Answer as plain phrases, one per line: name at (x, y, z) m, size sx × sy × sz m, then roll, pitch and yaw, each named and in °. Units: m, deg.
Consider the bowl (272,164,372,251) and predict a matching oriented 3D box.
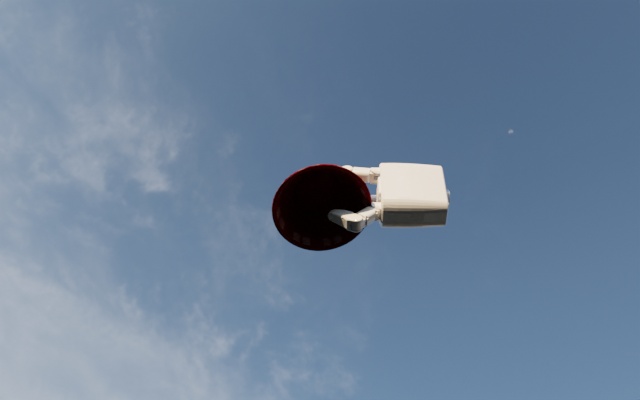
bowl at (-0.001, 0.002, 0.783) m, size 0.162 × 0.162 × 0.055 m, roll 0°, pitch 30°, yaw -8°
